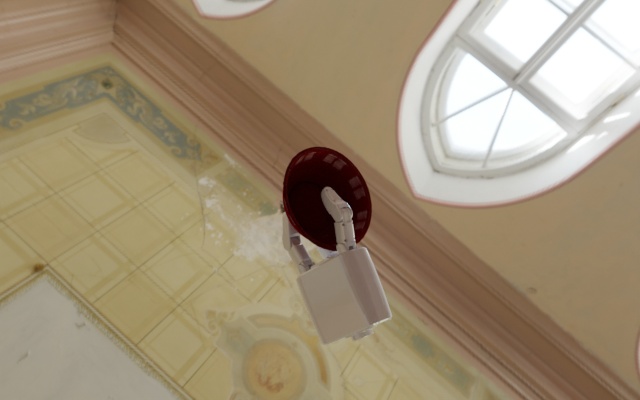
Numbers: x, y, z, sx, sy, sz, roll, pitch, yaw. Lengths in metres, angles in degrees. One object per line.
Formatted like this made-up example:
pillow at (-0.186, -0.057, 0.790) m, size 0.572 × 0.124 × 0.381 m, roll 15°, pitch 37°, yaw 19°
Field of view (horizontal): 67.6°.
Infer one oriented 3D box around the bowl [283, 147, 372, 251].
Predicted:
bowl at (0.000, 0.001, 0.727) m, size 0.162 × 0.162 × 0.055 m, roll 0°, pitch -16°, yaw -36°
